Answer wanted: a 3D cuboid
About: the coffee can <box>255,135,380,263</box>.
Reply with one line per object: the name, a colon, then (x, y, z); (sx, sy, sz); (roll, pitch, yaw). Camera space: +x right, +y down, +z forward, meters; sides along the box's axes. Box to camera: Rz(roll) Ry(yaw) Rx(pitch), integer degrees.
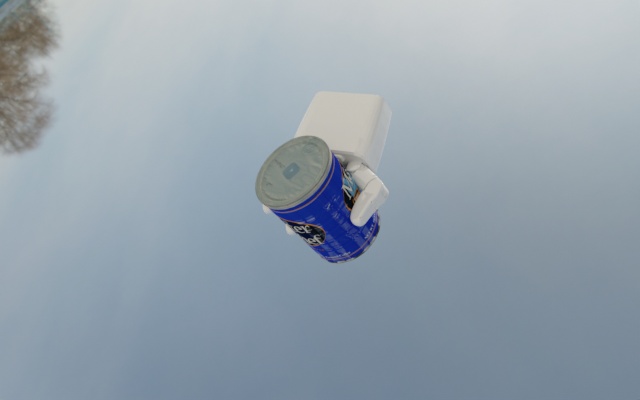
coffee can: (0.000, 0.002, 0.599); (0.103, 0.102, 0.140); (0, -33, 36)
